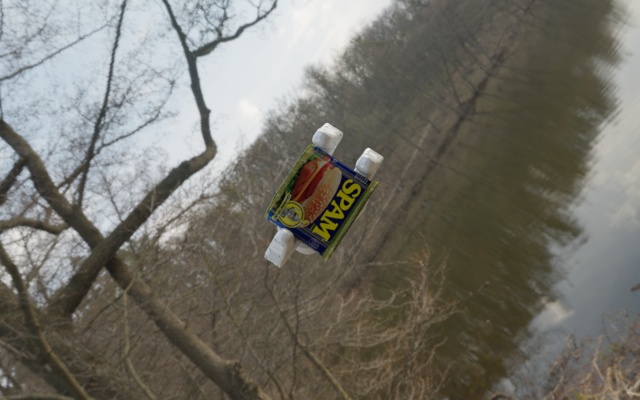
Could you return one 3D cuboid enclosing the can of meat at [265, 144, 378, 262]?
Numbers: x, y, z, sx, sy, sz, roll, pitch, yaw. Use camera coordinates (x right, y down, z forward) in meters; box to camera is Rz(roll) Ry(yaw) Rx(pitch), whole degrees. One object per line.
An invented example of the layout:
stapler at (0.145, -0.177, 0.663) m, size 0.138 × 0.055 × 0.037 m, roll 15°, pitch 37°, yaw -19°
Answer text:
can of meat at (0.000, 0.002, 0.520) m, size 0.084 × 0.102 × 0.057 m, roll 33°, pitch -5°, yaw 7°
